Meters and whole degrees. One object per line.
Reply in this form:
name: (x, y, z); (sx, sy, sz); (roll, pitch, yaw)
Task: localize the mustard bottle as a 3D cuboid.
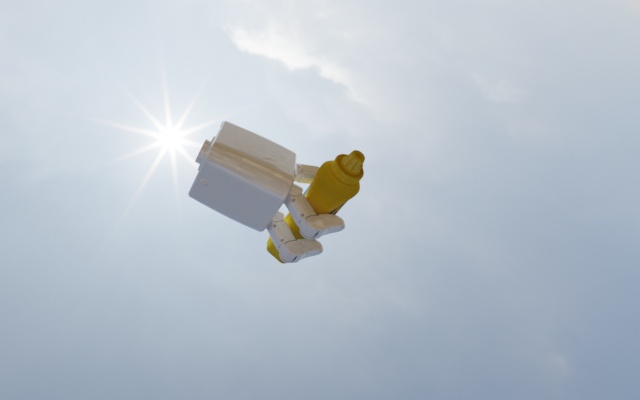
mustard bottle: (0.000, 0.002, 0.630); (0.096, 0.058, 0.192); (-42, -7, -49)
